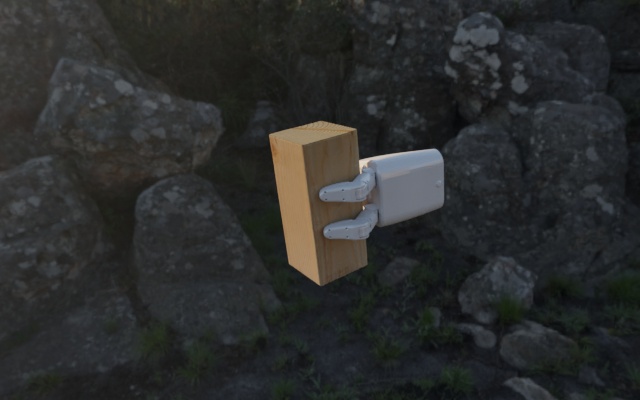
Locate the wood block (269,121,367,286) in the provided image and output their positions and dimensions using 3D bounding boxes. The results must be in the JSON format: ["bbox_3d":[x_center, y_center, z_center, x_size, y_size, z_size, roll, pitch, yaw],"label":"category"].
[{"bbox_3d":[0.000,0.002,0.682,0.090,0.206,0.090,-20,26,-29],"label":"wood block"}]
